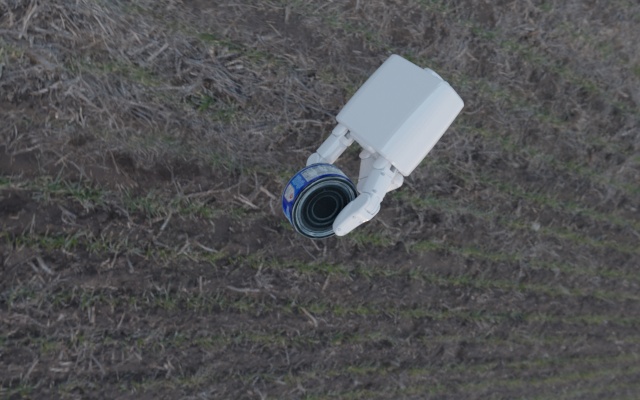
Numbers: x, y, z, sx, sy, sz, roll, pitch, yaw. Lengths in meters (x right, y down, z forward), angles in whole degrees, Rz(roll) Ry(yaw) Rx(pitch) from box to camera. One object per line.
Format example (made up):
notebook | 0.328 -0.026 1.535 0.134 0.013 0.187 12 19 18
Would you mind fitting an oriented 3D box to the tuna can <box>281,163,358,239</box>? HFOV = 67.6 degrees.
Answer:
tuna can | 0.000 0.002 0.552 0.086 0.086 0.033 0 30 -27
